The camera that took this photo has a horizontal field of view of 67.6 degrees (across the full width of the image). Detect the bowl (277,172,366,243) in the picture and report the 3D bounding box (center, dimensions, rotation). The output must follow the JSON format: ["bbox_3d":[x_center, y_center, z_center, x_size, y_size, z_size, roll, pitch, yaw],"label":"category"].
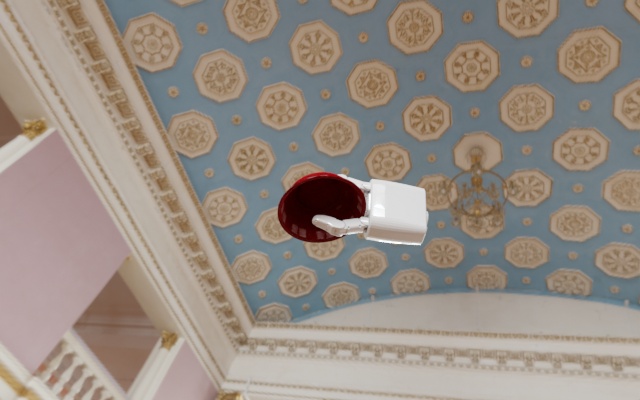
[{"bbox_3d":[-0.001,0.002,0.876,0.162,0.162,0.055,0,40,-10],"label":"bowl"}]
